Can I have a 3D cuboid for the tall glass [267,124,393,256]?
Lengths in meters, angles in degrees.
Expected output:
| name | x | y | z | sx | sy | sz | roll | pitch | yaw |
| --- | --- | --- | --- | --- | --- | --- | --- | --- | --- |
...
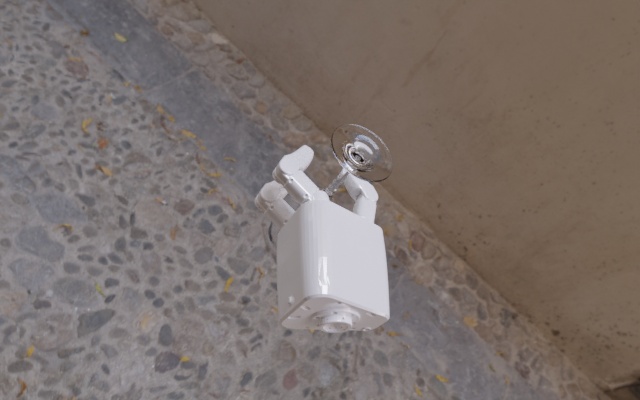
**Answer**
| name | x | y | z | sx | sy | sz | roll | pitch | yaw |
| --- | --- | --- | --- | --- | --- | --- | --- | --- | --- |
| tall glass | 0.000 | 0.001 | 0.568 | 0.079 | 0.079 | 0.201 | 0 | -31 | -31 |
